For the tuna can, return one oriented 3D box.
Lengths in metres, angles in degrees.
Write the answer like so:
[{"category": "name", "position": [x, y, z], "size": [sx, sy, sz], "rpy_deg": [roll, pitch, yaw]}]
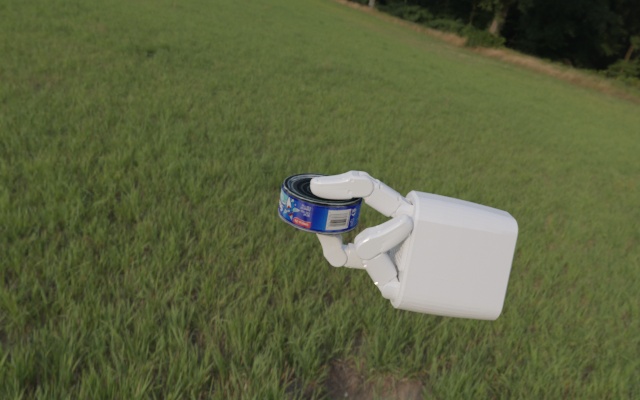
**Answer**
[{"category": "tuna can", "position": [0.000, 0.001, 0.497], "size": [0.086, 0.034, 0.086], "rpy_deg": [8, 23, -3]}]
